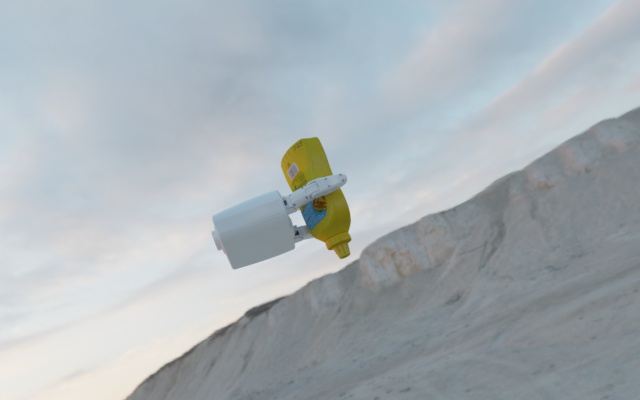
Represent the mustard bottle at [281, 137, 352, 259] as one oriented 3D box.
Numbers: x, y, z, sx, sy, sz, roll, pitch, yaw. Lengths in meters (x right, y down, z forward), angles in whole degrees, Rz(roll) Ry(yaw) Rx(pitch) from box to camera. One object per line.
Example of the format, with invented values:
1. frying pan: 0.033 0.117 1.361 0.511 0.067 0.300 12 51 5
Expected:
1. mustard bottle: 0.000 0.002 0.752 0.058 0.191 0.096 -12 -21 -34
